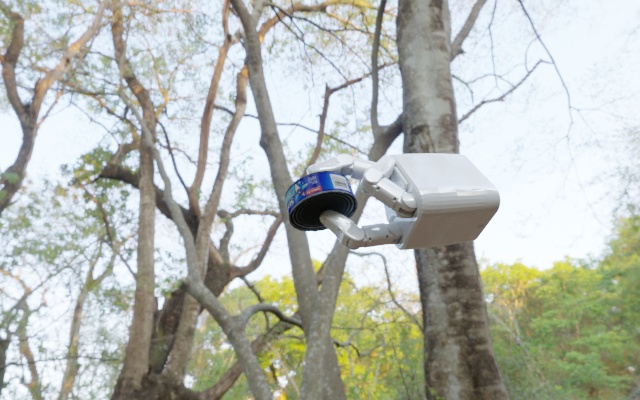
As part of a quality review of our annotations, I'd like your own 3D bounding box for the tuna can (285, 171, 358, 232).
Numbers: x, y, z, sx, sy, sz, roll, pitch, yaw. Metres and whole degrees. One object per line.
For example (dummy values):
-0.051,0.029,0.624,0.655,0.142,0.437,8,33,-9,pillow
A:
0.000,0.001,0.587,0.086,0.033,0.086,-12,-33,-8,tuna can
